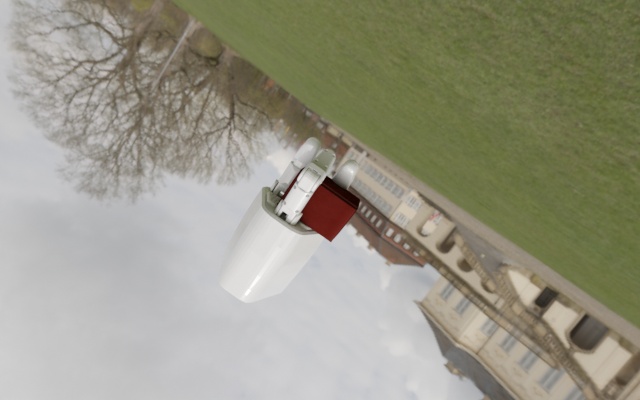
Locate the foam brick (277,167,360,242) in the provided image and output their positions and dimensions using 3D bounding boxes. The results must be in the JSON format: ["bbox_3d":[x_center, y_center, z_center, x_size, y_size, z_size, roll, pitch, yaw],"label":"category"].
[{"bbox_3d":[0.000,0.002,0.555,0.078,0.051,0.053,35,14,2],"label":"foam brick"}]
